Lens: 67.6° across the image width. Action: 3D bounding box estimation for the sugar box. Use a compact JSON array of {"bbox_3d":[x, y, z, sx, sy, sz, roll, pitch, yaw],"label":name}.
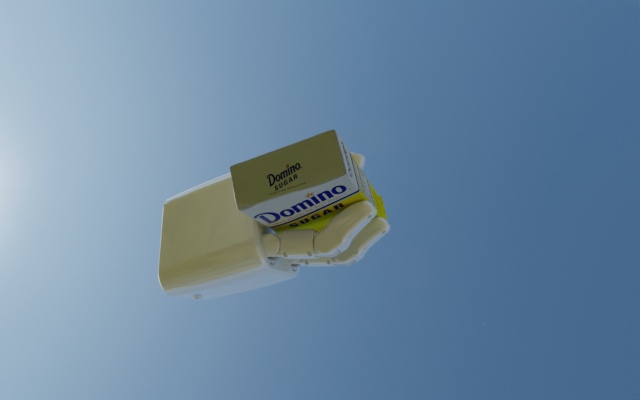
[{"bbox_3d":[0.000,0.002,0.440,0.093,0.048,0.176,-18,-19,14],"label":"sugar box"}]
